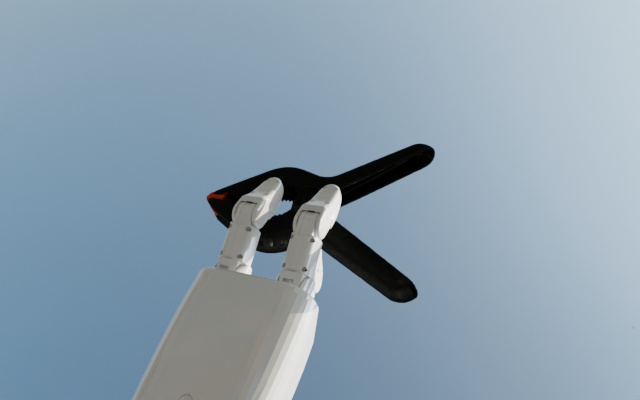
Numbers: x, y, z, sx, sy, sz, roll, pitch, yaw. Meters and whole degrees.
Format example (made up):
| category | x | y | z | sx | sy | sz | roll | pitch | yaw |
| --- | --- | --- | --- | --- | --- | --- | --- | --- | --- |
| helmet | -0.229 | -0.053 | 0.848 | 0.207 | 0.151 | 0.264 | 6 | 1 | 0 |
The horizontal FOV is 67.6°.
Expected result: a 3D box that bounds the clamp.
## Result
| category | x | y | z | sx | sy | sz | roll | pitch | yaw |
| --- | --- | --- | --- | --- | --- | --- | --- | --- | --- |
| clamp | 0.000 | 0.002 | 0.431 | 0.210 | 0.164 | 0.036 | 8 | -41 | 22 |
